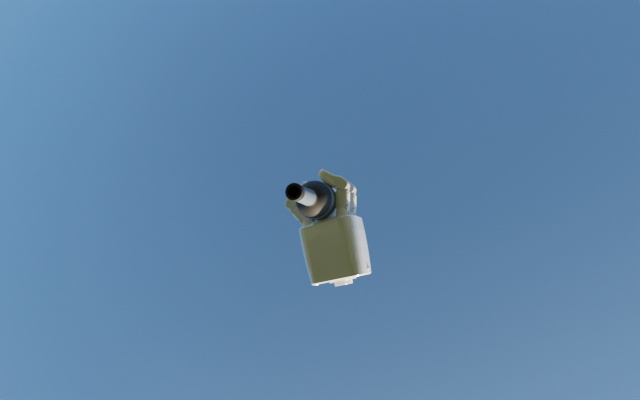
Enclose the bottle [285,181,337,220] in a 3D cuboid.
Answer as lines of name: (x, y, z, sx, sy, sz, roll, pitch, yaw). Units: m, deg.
bottle: (0.000, 0.003, 0.856, 0.069, 0.069, 0.296, 0, -6, 16)
